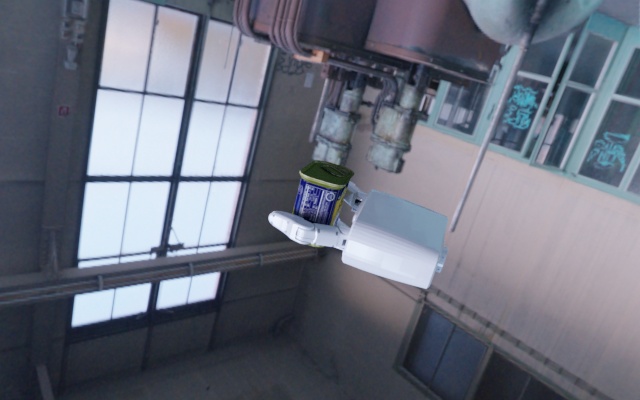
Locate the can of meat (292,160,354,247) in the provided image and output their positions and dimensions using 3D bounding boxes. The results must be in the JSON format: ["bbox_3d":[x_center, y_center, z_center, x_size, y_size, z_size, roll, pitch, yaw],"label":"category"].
[{"bbox_3d":[0.000,0.002,0.608,0.057,0.084,0.102,17,18,8],"label":"can of meat"}]
